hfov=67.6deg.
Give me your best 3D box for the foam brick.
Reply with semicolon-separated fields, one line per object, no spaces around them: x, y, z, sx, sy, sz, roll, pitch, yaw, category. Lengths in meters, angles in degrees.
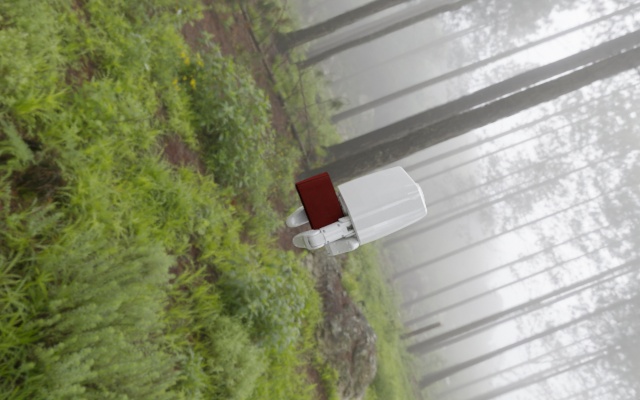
0.000;0.002;0.704;0.051;0.078;0.053;-21;9;1;foam brick
